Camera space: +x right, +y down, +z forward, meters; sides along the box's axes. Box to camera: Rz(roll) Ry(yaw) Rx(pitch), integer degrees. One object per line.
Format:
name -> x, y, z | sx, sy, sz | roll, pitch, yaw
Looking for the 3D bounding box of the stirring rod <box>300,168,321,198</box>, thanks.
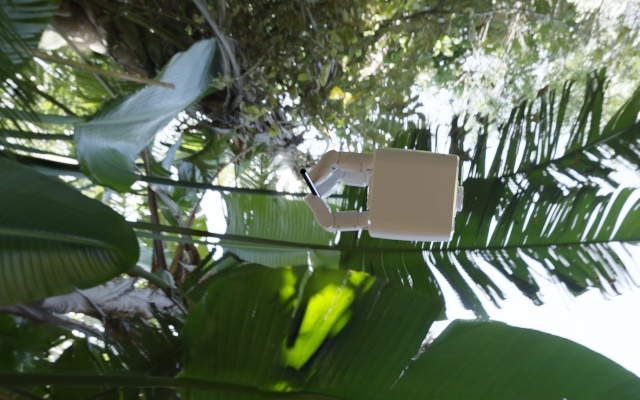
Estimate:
stirring rod -> 0.000, 0.002, 0.685 | 0.011, 0.011, 0.240 | 0, -18, 11
